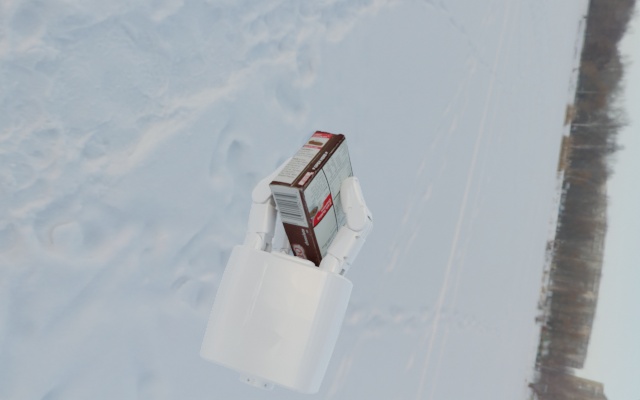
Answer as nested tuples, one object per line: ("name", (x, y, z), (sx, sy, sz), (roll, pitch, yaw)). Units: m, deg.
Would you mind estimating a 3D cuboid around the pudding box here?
("pudding box", (0.000, 0.002, 0.479), (0.039, 0.114, 0.090), (12, 46, 27))
